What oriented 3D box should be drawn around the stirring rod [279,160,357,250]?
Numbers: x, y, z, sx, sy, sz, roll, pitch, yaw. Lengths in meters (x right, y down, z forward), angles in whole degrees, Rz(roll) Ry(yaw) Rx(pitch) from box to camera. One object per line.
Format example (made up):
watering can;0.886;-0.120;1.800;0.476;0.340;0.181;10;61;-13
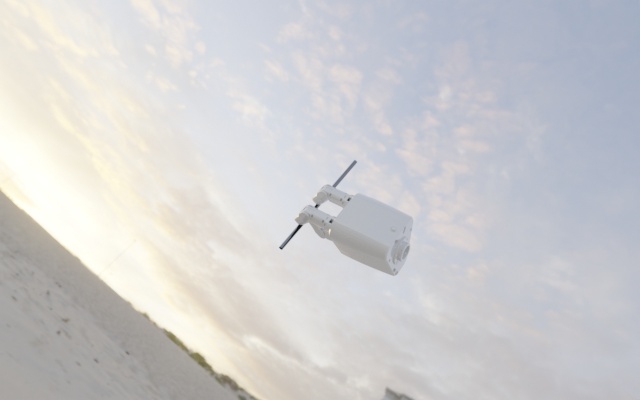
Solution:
stirring rod;0.000;0.003;0.877;0.011;0.011;0.239;0;41;49
